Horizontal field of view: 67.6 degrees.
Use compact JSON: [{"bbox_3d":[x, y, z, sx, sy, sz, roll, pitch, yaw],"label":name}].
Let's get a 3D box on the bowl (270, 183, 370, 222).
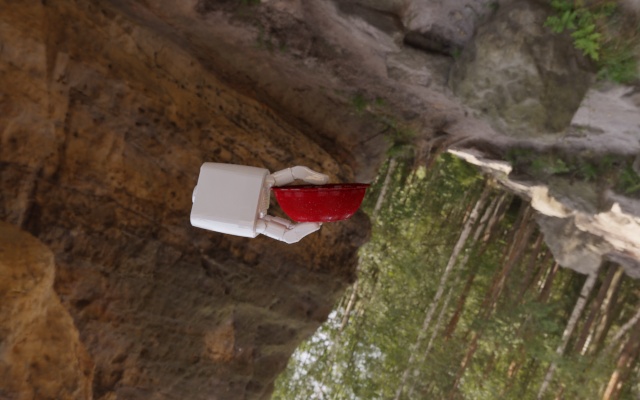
[{"bbox_3d":[0.001,0.003,0.765,0.162,0.055,0.162,-3,4,0],"label":"bowl"}]
